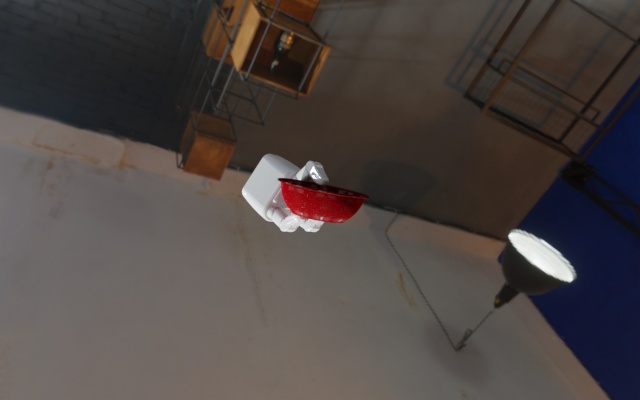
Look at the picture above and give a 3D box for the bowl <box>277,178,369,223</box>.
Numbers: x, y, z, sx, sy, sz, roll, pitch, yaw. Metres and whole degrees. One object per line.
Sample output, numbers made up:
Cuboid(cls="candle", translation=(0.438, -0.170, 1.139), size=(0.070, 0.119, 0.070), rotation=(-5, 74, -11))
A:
Cuboid(cls="bowl", translation=(0.001, 0.003, 0.822), size=(0.162, 0.055, 0.162), rotation=(11, 5, -1))
